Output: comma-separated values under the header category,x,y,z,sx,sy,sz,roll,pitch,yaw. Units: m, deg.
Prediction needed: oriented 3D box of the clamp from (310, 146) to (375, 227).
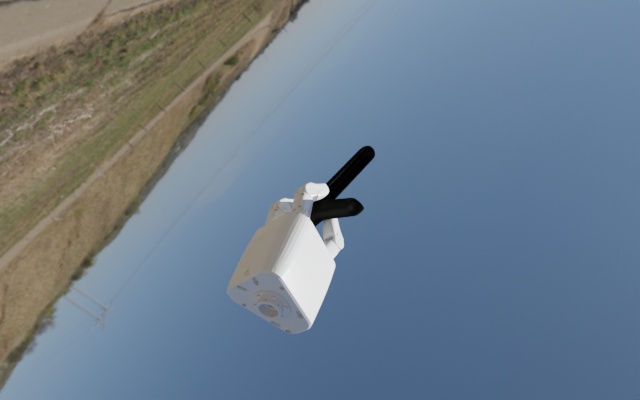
category,x,y,z,sx,sy,sz,roll,pitch,yaw
clamp,0.000,0.003,0.733,0.210,0.036,0.164,-31,21,36
